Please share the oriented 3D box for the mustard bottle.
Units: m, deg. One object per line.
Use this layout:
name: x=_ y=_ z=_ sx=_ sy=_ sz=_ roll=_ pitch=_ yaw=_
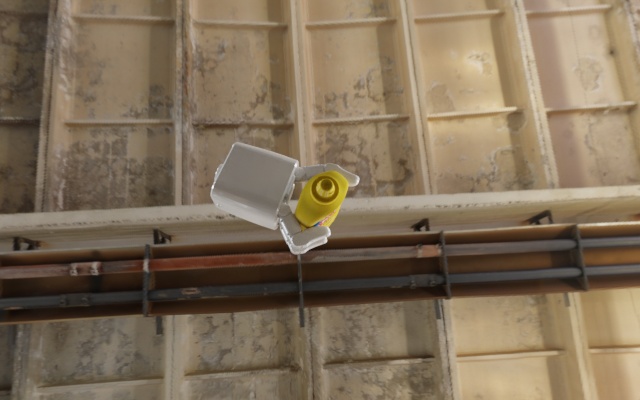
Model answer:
mustard bottle: x=0.000 y=0.003 z=0.734 sx=0.058 sy=0.096 sz=0.192 roll=43 pitch=-14 yaw=7
